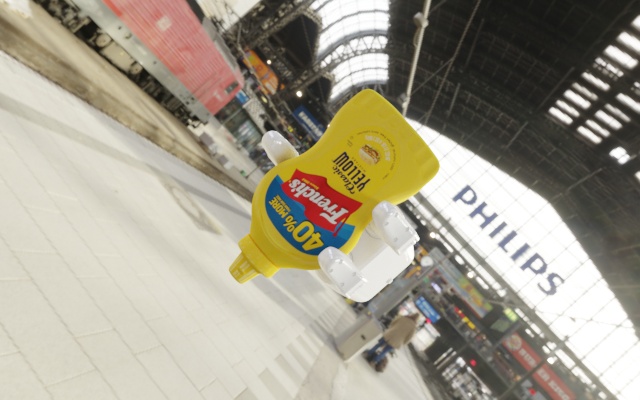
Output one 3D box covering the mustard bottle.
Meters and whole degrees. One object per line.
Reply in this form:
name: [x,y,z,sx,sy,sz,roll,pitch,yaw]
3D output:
mustard bottle: [0.000,0.001,0.405,0.191,0.096,0.058,-41,-5,-2]
